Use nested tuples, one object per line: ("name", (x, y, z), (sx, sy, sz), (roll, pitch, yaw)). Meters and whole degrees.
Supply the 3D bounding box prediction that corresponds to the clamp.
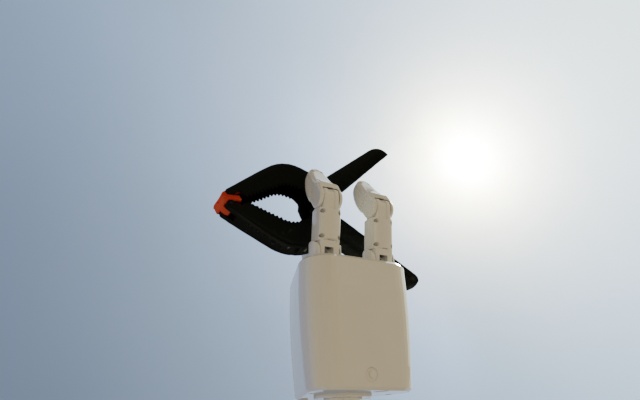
("clamp", (-0.001, 0.002, 0.481), (0.210, 0.164, 0.036), (11, -33, -24))
